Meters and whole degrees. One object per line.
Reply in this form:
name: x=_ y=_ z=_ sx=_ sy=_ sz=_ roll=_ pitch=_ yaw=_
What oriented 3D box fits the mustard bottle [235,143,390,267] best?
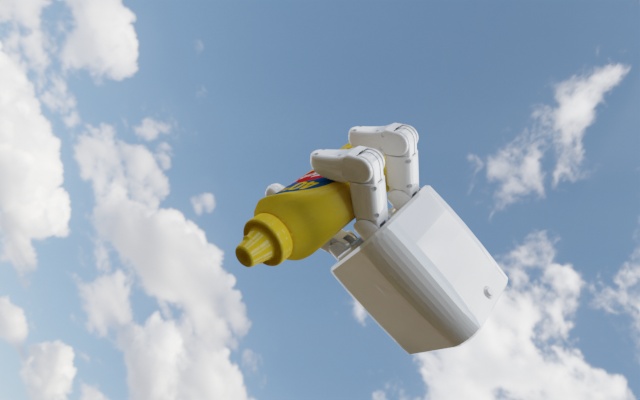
mustard bottle: x=0.000 y=0.001 z=0.412 sx=0.096 sy=0.058 sz=0.191 roll=-12 pitch=18 yaw=44
